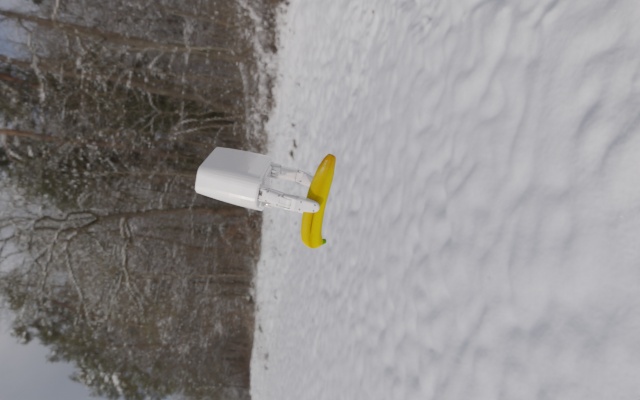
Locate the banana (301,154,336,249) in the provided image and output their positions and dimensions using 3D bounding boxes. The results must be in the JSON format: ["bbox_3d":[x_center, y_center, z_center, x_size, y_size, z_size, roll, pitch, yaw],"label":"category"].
[{"bbox_3d":[-0.006,0.016,0.813,0.037,0.198,0.069,17,39,12],"label":"banana"}]
